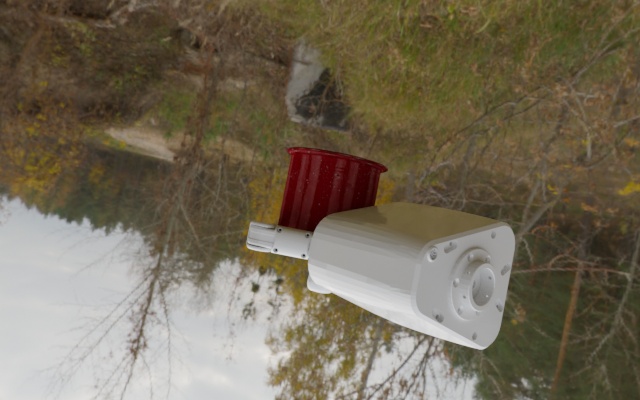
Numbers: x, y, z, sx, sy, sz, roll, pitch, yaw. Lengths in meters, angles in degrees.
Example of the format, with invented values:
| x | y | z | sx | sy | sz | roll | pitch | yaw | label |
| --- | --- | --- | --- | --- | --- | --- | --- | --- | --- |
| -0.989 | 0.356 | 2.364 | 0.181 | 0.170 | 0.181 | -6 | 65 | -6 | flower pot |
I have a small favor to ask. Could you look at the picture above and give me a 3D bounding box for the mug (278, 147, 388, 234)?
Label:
| x | y | z | sx | sy | sz | roll | pitch | yaw | label |
| --- | --- | --- | --- | --- | --- | --- | --- | --- | --- |
| -0.001 | 0.002 | 0.440 | 0.093 | 0.081 | 0.117 | 13 | -2 | -36 | mug |
